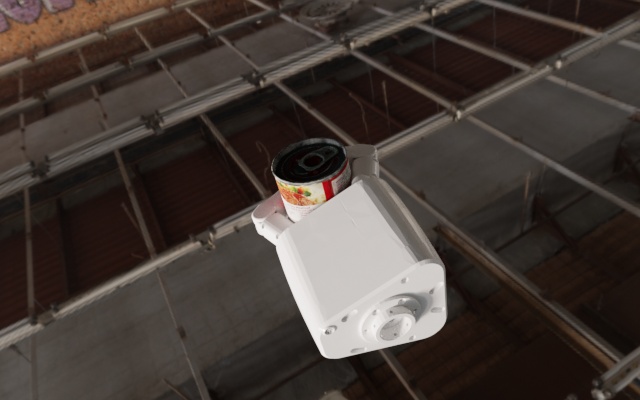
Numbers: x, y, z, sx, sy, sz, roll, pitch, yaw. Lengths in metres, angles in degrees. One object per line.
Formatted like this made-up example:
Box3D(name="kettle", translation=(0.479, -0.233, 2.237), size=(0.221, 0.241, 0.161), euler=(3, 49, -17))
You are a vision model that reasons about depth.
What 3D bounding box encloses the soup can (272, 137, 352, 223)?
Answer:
Box3D(name="soup can", translation=(0.000, 0.001, 0.450), size=(0.068, 0.102, 0.068), euler=(-9, 40, 7))
